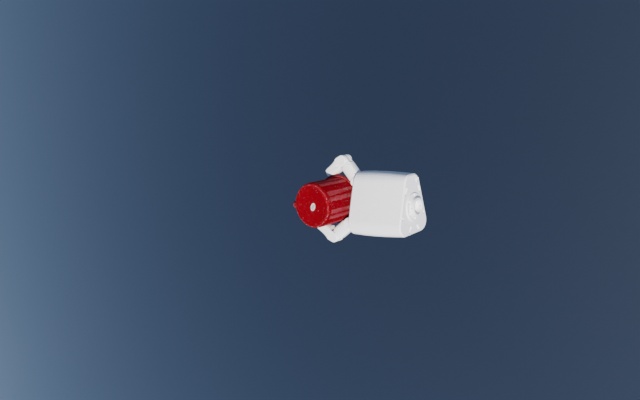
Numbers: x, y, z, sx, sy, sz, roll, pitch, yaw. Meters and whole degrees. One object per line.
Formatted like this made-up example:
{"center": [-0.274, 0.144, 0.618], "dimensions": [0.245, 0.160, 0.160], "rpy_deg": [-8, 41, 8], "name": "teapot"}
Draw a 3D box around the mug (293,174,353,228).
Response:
{"center": [-0.001, 0.003, 0.880], "dimensions": [0.117, 0.093, 0.081], "rpy_deg": [2, 10, 40], "name": "mug"}
